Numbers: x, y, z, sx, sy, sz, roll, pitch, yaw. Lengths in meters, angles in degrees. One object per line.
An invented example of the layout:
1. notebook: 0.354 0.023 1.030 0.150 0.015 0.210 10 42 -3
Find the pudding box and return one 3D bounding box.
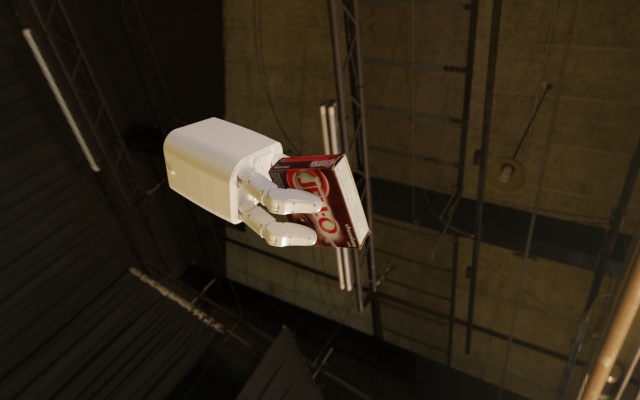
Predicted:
1. pudding box: 0.000 0.002 0.561 0.090 0.113 0.039 1 36 35
